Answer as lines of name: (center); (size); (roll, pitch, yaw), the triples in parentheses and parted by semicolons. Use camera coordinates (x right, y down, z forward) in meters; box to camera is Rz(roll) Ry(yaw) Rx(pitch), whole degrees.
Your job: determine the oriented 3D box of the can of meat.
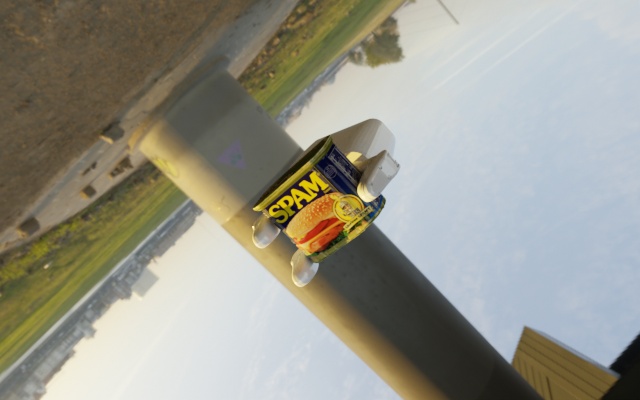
can of meat: (0.000, 0.002, 0.465); (0.102, 0.084, 0.057); (-38, 13, 30)
